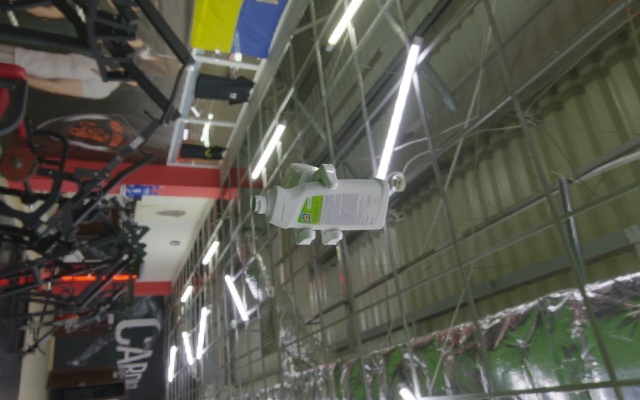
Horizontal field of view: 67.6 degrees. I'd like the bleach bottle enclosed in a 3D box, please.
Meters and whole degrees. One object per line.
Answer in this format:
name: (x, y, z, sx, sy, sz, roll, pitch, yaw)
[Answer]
bleach bottle: (0.000, 0.003, 0.879, 0.251, 0.102, 0.068, 2, 12, -23)
